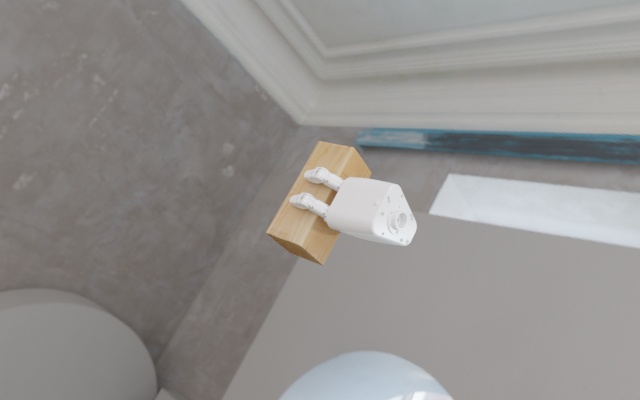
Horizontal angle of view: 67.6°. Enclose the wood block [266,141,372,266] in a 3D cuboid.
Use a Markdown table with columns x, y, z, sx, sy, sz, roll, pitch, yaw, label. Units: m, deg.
| x | y | z | sx | sy | sz | roll | pitch | yaw | label |
| --- | --- | --- | --- | --- | --- | --- | --- | --- | --- |
| 0.001 | 0.003 | 0.895 | 0.090 | 0.206 | 0.091 | 16 | -21 | 39 | wood block |
